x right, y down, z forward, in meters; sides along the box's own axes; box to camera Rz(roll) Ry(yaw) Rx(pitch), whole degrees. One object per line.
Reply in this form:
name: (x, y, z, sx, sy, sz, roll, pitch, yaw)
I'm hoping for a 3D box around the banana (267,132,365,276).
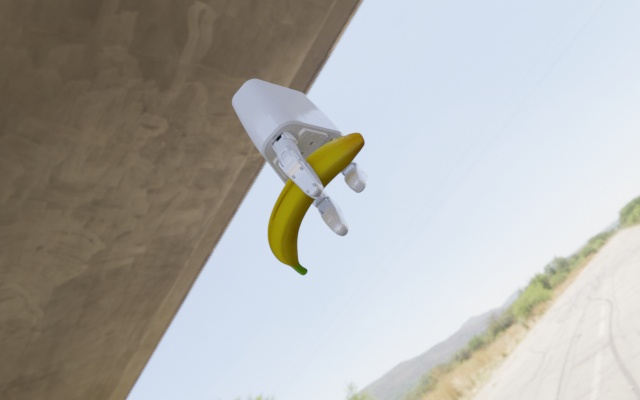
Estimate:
banana: (-0.017, 0.003, 0.546, 0.069, 0.198, 0.037, 6, 33, -30)
